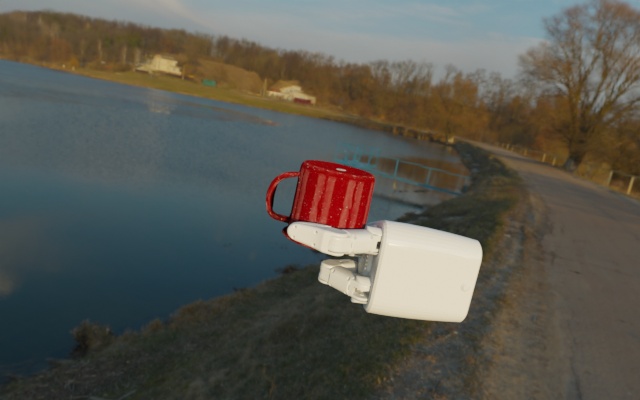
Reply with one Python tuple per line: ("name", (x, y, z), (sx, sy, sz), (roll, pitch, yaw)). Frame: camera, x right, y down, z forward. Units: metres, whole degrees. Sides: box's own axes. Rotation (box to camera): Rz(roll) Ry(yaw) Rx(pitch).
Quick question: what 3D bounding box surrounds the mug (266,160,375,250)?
("mug", (-0.001, 0.001, 0.514), (0.117, 0.081, 0.093), (10, 11, -7))
